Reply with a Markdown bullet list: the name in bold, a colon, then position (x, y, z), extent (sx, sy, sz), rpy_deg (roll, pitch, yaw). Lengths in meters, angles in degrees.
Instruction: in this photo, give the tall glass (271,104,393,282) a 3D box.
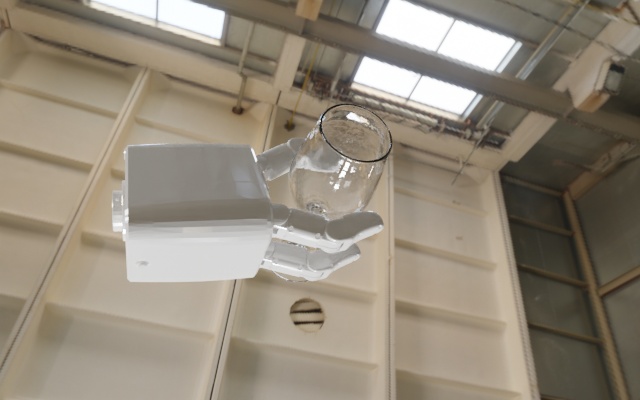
- **tall glass**: position (0.000, 0.002, 0.453), extent (0.079, 0.079, 0.201), rpy_deg (0, -34, -21)
